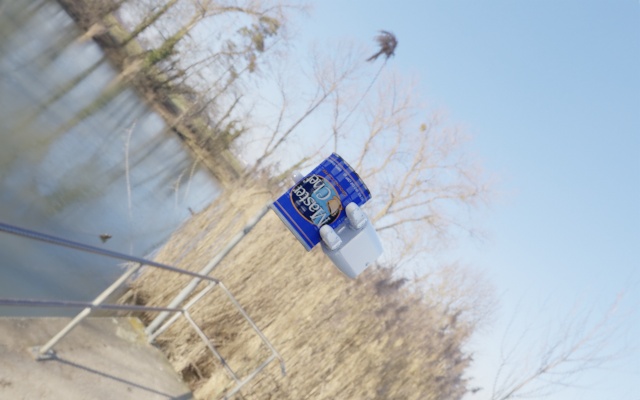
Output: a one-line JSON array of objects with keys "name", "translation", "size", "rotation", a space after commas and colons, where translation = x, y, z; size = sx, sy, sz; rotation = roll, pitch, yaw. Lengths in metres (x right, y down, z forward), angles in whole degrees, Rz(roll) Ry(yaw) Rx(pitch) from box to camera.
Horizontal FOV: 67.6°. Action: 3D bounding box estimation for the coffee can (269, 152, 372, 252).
[{"name": "coffee can", "translation": [0.000, 0.003, 0.800], "size": [0.140, 0.103, 0.103], "rotation": [-40, 4, -5]}]
